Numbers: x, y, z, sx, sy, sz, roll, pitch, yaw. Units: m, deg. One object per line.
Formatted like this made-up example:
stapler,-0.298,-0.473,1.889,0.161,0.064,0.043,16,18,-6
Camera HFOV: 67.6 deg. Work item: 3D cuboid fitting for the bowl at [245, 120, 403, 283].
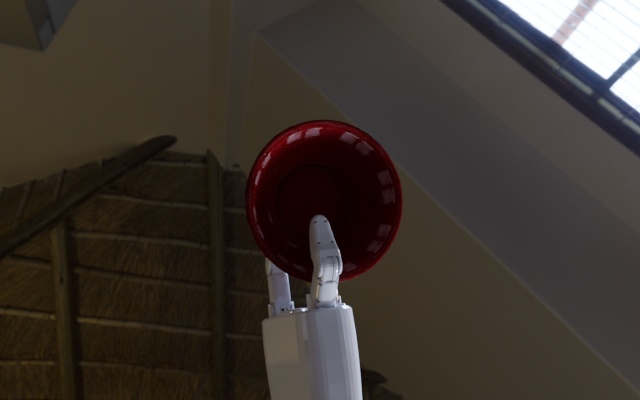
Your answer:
bowl,0.000,0.000,0.492,0.162,0.162,0.055,0,-2,-16
